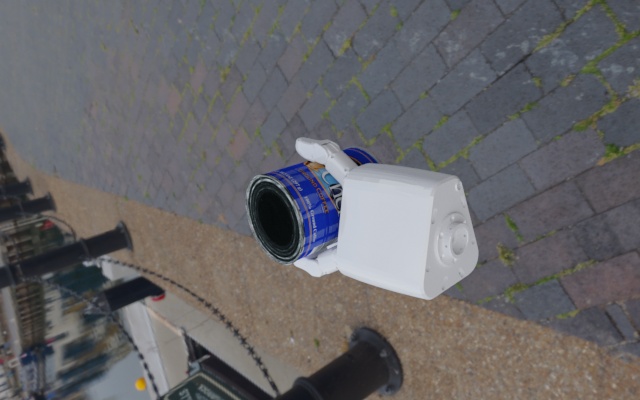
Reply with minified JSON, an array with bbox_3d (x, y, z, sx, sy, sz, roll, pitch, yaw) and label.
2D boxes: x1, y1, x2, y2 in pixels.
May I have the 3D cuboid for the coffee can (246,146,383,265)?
[{"bbox_3d":[0.000,0.002,0.554,0.140,0.103,0.103,-21,13,-37],"label":"coffee can"}]
